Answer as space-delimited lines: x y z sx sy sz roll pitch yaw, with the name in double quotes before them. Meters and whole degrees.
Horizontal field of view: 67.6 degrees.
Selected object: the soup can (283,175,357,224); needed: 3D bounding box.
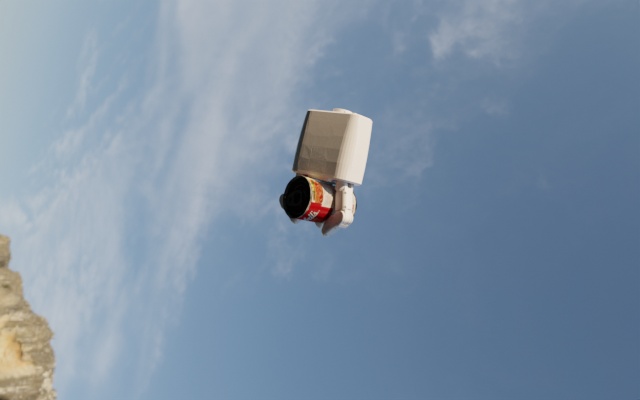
"soup can" 0.000 0.003 0.765 0.102 0.068 0.068 12 -8 -41
